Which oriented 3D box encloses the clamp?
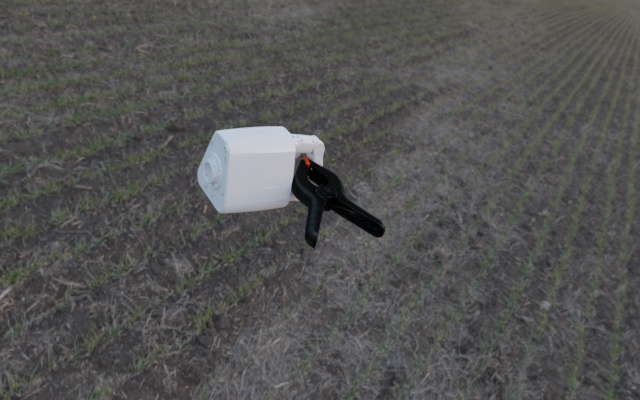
[{"bbox_3d":[0.000,0.002,0.678,0.120,0.039,0.171,-8,43,-38],"label":"clamp"}]
